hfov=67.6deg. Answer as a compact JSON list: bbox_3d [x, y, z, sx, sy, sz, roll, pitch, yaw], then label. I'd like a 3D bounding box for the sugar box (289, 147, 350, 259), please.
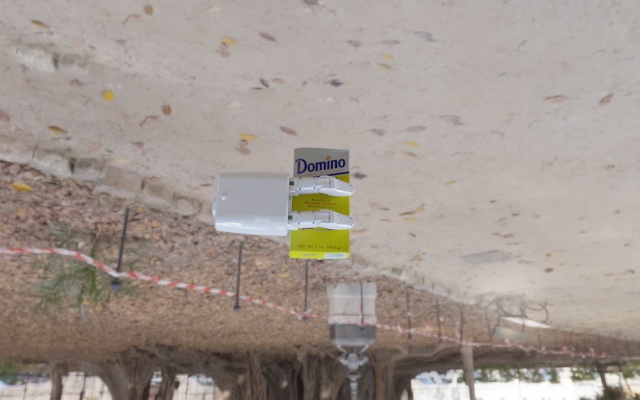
[{"bbox_3d":[0.000,0.002,0.756,0.093,0.176,0.048,2,-20,-3],"label":"sugar box"}]
